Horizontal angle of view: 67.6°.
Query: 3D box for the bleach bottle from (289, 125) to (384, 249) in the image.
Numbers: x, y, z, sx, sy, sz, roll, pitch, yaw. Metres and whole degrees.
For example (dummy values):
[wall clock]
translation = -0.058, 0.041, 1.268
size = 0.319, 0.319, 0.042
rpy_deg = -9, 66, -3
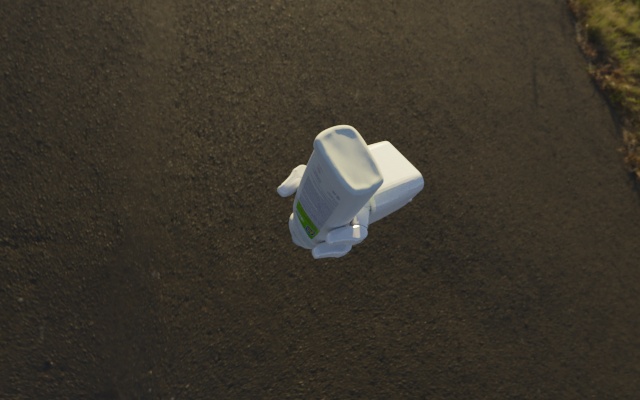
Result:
[bleach bottle]
translation = 0.000, 0.002, 0.695
size = 0.068, 0.102, 0.251
rpy_deg = -23, -15, -28
